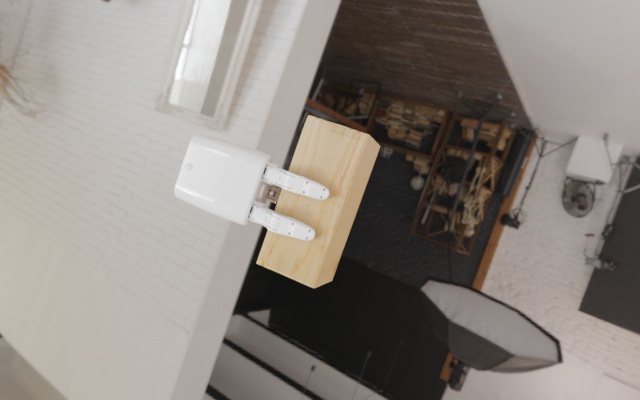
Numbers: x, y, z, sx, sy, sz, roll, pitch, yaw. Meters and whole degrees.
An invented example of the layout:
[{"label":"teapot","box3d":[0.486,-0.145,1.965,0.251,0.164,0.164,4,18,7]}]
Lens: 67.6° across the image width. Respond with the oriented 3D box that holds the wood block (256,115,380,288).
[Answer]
[{"label":"wood block","box3d":[0.000,0.002,0.652,0.090,0.206,0.091,20,3,15]}]
